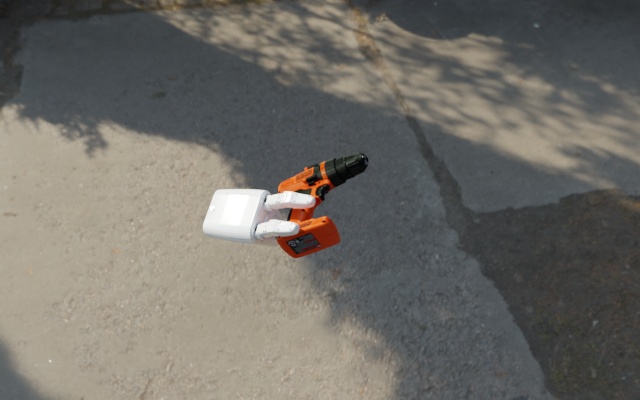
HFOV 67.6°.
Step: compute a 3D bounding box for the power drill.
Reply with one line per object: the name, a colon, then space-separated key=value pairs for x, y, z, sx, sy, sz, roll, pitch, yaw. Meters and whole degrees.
power drill: x=0.000 y=0.003 z=0.836 sx=0.184 sy=0.057 sz=0.187 roll=-24 pitch=34 yaw=24
